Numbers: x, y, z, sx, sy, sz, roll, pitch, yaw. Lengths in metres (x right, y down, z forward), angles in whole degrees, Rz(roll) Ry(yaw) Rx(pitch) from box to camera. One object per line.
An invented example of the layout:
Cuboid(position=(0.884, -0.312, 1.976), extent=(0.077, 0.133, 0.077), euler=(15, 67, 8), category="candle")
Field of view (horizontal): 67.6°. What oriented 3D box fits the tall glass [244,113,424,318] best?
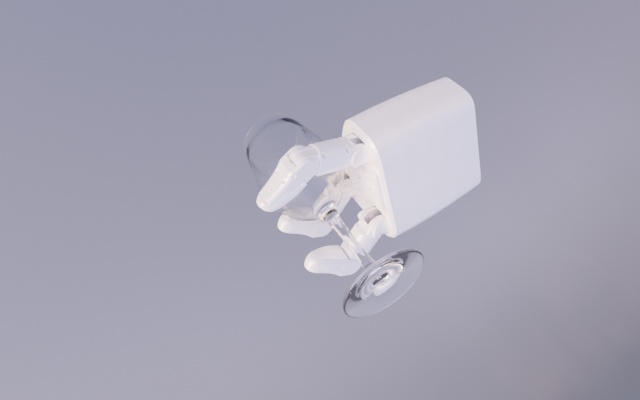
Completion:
Cuboid(position=(0.000, 0.002, 0.421), extent=(0.079, 0.079, 0.201), euler=(0, 39, -40), category="tall glass")
